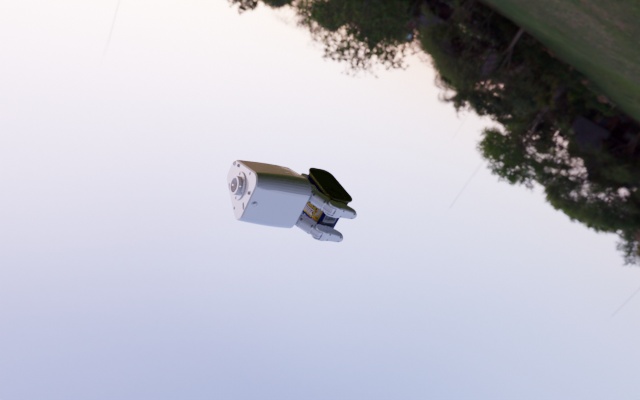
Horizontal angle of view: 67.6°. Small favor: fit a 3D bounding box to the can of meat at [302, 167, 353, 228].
[{"bbox_3d":[0.000,0.003,0.877,0.057,0.084,0.102,7,33,-40],"label":"can of meat"}]
